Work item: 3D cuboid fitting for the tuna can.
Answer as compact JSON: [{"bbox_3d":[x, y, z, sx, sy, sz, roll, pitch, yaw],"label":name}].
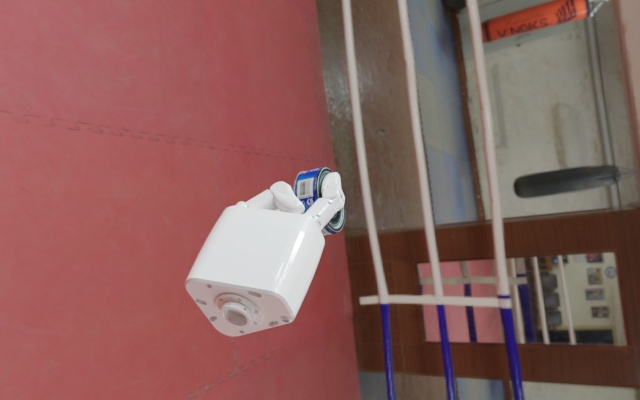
[{"bbox_3d":[0.001,0.002,0.602,0.034,0.086,0.086,-11,-5,24],"label":"tuna can"}]
